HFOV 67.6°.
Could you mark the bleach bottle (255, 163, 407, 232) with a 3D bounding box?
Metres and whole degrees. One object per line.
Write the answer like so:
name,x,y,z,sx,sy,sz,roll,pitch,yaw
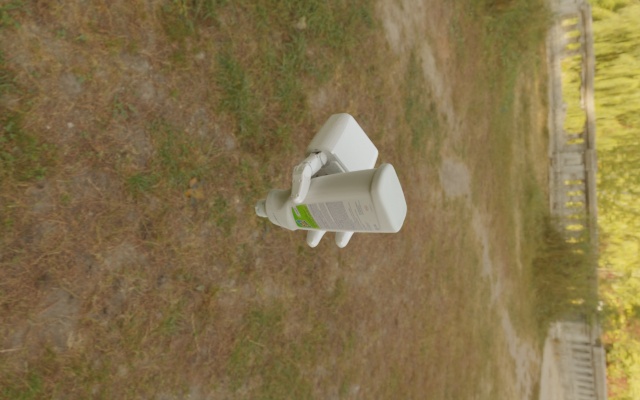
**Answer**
bleach bottle,0.000,0.003,0.745,0.251,0.103,0.068,-2,41,32
